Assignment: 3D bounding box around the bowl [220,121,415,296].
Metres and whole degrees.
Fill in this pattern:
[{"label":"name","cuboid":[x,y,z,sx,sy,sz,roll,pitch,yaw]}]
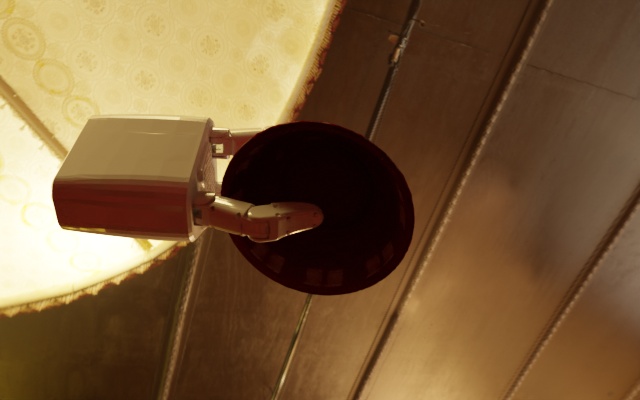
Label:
[{"label":"bowl","cuboid":[0.001,0.002,0.410,0.162,0.162,0.055,0,28,14]}]
